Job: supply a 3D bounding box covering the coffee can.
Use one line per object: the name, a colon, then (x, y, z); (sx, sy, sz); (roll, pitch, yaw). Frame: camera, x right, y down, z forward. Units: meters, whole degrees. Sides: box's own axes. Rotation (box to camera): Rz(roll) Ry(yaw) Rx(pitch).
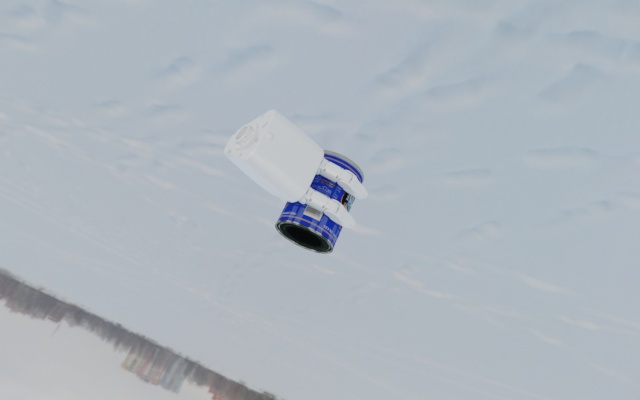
coffee can: (0.000, 0.003, 0.792); (0.103, 0.140, 0.103); (21, -23, 9)
